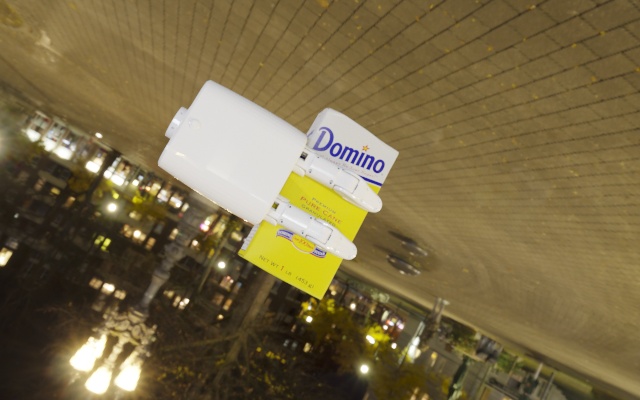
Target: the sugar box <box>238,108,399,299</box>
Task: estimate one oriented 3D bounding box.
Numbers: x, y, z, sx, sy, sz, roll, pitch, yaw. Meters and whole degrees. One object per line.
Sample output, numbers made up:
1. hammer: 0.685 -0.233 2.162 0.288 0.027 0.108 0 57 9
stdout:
1. sugar box: 0.000 0.002 0.495 0.093 0.176 0.048 31 -8 -14
